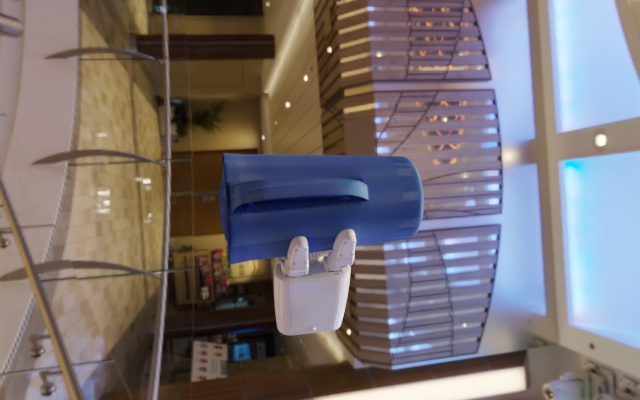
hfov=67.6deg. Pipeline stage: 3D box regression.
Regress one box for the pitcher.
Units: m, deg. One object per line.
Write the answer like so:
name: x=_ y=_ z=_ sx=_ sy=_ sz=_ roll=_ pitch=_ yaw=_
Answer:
pitcher: x=0.000 y=0.002 z=0.584 sx=0.243 sy=0.145 sz=0.149 roll=-4 pitch=34 yaw=-12
